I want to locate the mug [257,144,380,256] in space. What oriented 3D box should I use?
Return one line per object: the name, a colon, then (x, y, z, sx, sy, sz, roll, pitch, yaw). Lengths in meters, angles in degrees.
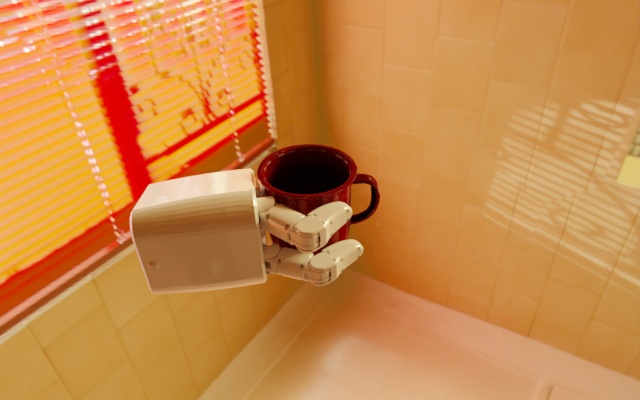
mug: (0.001, 0.002, 0.468, 0.117, 0.082, 0.093, -6, 36, -6)
